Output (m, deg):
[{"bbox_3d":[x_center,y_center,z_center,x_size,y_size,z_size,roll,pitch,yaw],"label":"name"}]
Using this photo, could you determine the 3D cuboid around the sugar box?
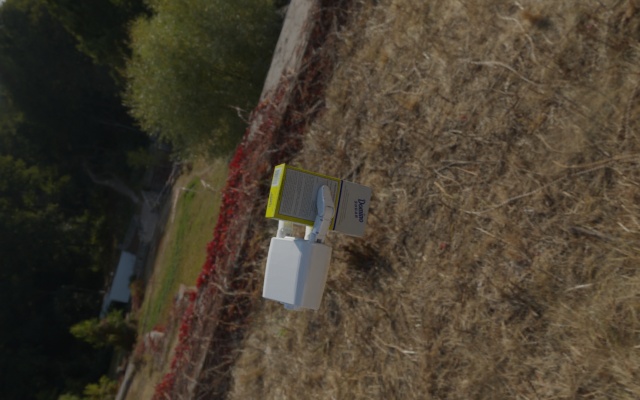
[{"bbox_3d":[0.000,0.003,0.832,0.176,0.093,0.048,15,-8,-27],"label":"sugar box"}]
